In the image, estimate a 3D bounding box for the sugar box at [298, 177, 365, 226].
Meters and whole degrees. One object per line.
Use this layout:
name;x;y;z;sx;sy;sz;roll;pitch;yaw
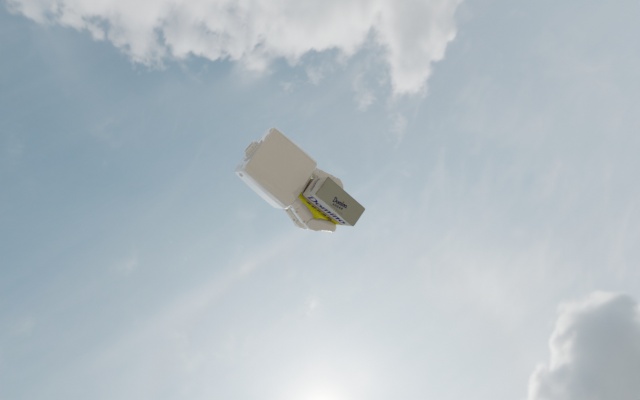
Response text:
sugar box;0.000;0.003;0.882;0.093;0.048;0.176;40;-13;-18
